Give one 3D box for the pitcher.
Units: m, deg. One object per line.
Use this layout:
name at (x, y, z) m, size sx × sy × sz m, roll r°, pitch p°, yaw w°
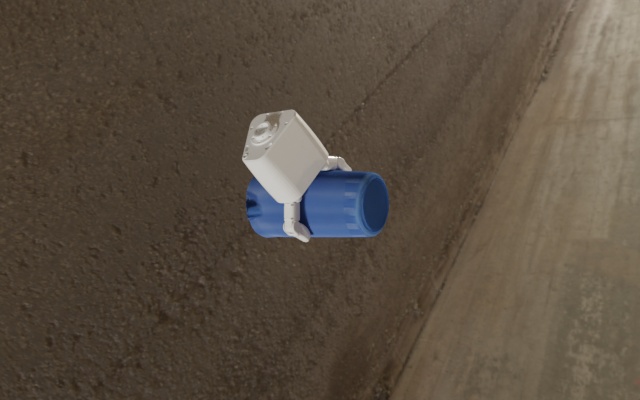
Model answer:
pitcher at (0.000, 0.003, 0.861) m, size 0.243 × 0.149 × 0.145 m, roll 1°, pitch -34°, yaw 36°
